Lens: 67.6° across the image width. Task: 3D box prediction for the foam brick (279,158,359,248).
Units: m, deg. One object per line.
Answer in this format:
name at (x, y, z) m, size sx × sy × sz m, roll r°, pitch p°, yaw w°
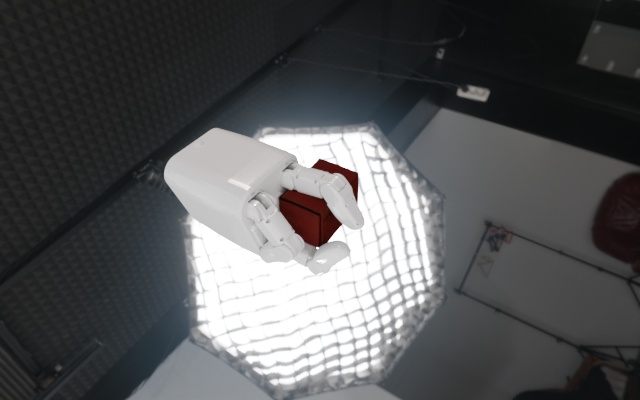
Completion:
foam brick at (0.000, 0.002, 0.508) m, size 0.051 × 0.053 × 0.078 m, roll 23°, pitch 47°, yaw 24°
